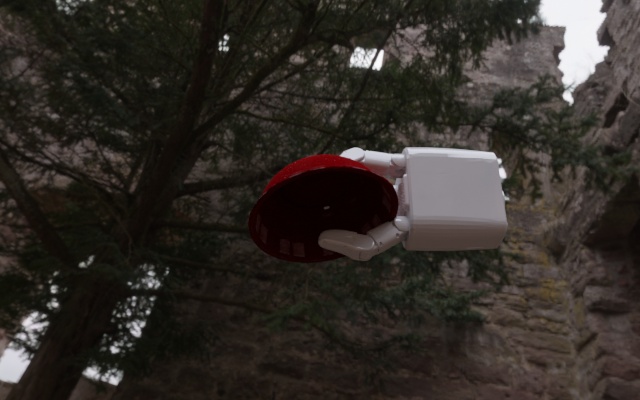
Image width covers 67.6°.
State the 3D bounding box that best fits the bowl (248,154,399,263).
[{"bbox_3d":[-0.001,0.001,0.521,0.162,0.055,0.162,-8,-39,-7],"label":"bowl"}]
